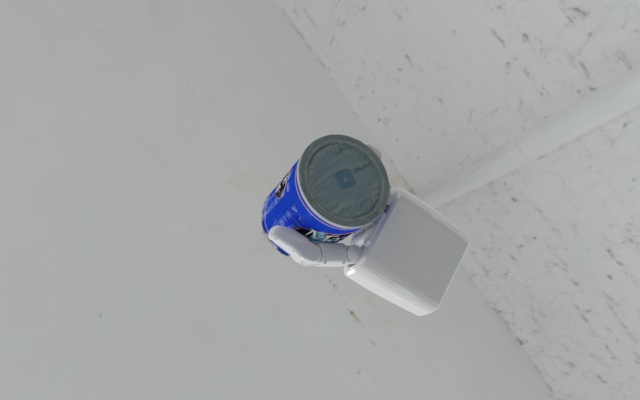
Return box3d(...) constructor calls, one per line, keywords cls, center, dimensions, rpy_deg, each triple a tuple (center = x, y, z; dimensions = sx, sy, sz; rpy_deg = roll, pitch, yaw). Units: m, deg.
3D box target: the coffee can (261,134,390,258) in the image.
box3d(cls="coffee can", center=(0.000, 0.002, 0.546), dimensions=(0.103, 0.102, 0.140), rpy_deg=(0, -20, -24))
